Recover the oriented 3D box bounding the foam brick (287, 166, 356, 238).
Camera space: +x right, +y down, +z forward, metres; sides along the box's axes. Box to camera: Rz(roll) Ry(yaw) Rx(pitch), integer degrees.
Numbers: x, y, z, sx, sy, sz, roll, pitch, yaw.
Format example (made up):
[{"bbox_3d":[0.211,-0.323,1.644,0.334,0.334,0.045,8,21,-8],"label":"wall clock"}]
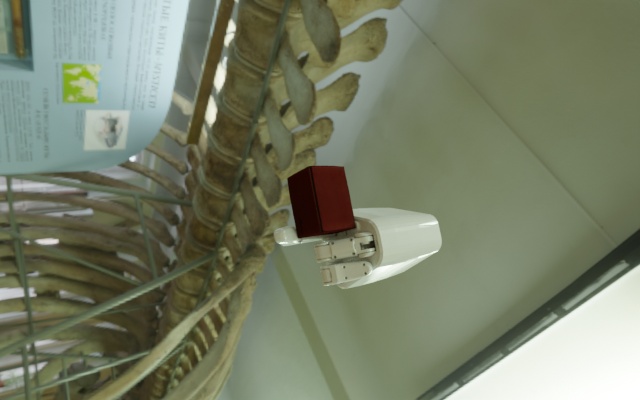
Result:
[{"bbox_3d":[0.000,0.002,0.567,0.051,0.078,0.053,-6,-8,-36],"label":"foam brick"}]
